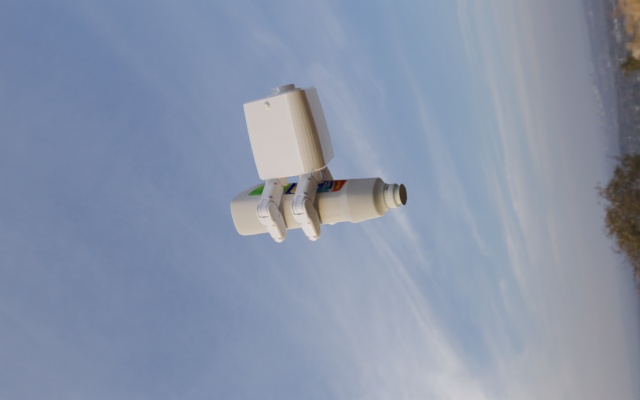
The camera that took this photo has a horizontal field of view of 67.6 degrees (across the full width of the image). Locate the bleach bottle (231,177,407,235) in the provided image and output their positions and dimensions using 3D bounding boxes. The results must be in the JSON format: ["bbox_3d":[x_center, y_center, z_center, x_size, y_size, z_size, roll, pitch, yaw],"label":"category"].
[{"bbox_3d":[0.000,0.002,0.669,0.251,0.068,0.102,-6,14,30],"label":"bleach bottle"}]
